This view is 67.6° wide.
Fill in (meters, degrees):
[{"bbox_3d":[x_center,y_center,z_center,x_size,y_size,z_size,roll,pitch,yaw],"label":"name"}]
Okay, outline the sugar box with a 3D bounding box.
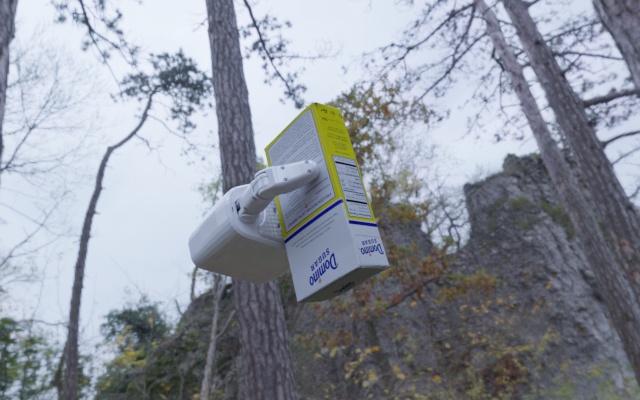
[{"bbox_3d":[0.000,0.002,0.470,0.048,0.176,0.093,5,-31,-41],"label":"sugar box"}]
